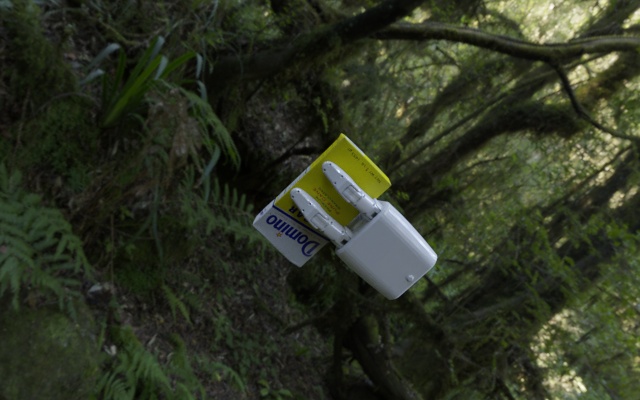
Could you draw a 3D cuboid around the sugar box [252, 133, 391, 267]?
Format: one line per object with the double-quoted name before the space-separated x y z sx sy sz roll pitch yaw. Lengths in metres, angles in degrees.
"sugar box" 0.000 0.002 0.656 0.093 0.176 0.048 44 10 -10
